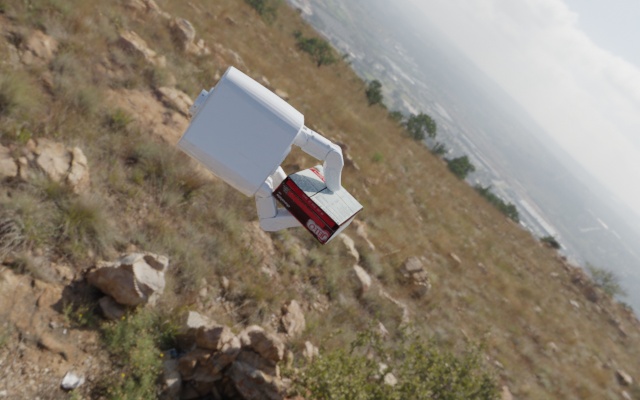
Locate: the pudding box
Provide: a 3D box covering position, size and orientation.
[{"bbox_3d":[0.000,0.002,0.612,0.039,0.090,0.113,-48,-8,24],"label":"pudding box"}]
